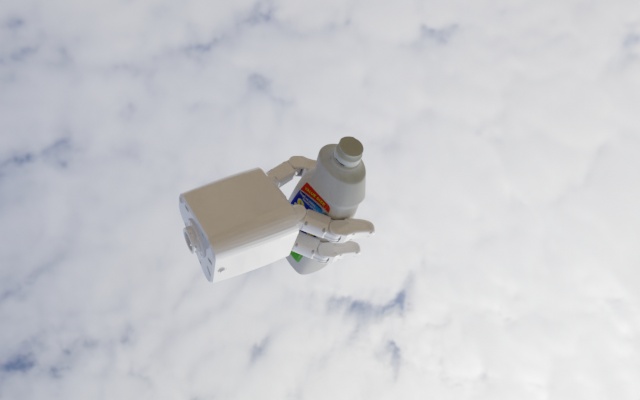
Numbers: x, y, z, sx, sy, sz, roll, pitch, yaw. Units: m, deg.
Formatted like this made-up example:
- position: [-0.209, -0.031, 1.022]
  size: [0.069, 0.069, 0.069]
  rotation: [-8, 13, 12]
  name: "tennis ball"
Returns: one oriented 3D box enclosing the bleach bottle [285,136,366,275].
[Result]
- position: [0.000, 0.002, 0.622]
  size: [0.068, 0.102, 0.251]
  rotation: [-20, -25, -27]
  name: "bleach bottle"
